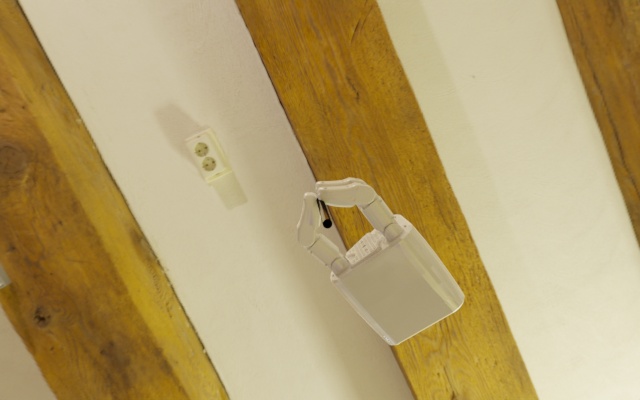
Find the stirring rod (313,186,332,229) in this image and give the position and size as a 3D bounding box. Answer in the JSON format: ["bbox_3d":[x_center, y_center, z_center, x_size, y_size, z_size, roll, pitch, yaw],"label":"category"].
[{"bbox_3d":[0.000,0.002,0.513,0.011,0.011,0.239,0,8,-3],"label":"stirring rod"}]
